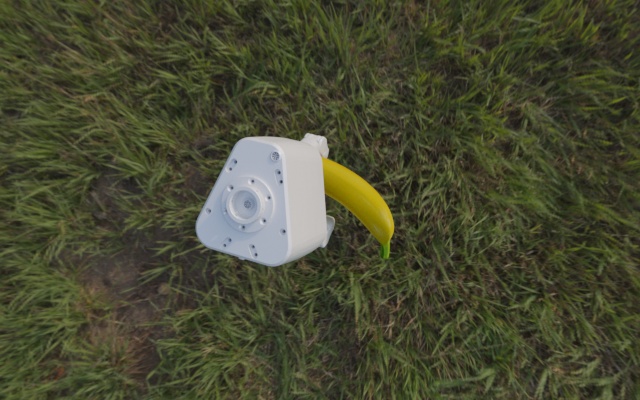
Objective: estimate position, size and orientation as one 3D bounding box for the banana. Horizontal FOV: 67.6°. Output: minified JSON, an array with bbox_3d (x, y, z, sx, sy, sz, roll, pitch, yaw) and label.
[{"bbox_3d":[0.013,-0.010,0.551,0.198,0.070,0.037,37,24,5],"label":"banana"}]
